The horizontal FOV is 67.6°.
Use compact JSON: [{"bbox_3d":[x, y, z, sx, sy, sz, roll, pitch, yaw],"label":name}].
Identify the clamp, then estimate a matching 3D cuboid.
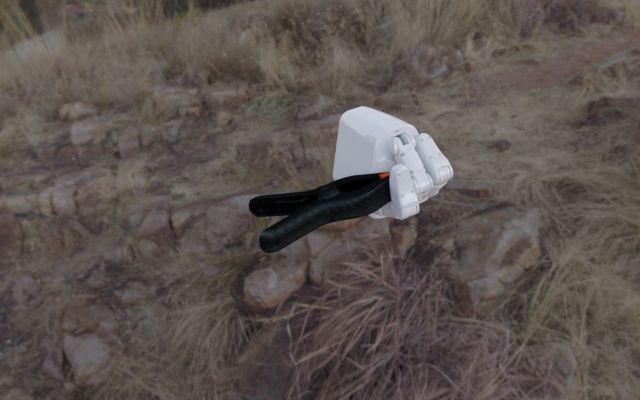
[{"bbox_3d":[0.000,0.001,0.527,0.171,0.039,0.120,-18,28,-17],"label":"clamp"}]
